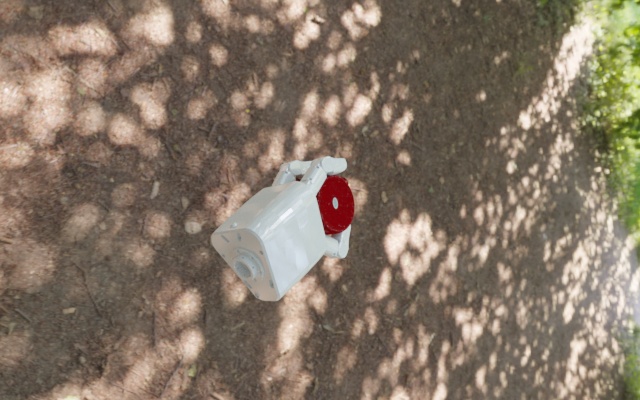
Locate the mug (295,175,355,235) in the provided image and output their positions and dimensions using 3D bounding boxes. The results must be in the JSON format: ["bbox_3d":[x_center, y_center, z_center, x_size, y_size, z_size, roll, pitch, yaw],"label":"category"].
[{"bbox_3d":[0.001,0.002,0.681,0.081,0.093,0.117,-8,26,42],"label":"mug"}]
